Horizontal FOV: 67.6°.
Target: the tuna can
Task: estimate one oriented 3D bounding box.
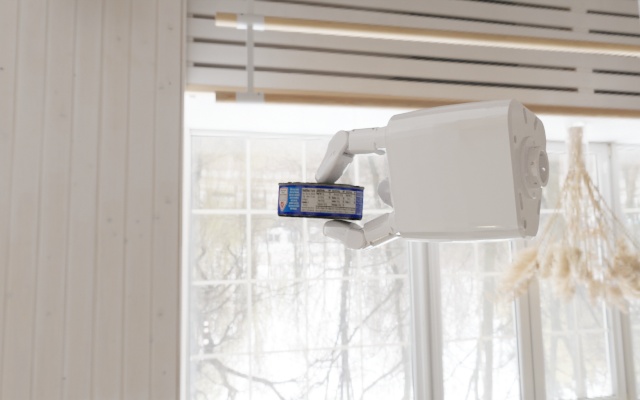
[{"bbox_3d":[0.000,0.002,0.470,0.086,0.034,0.086,3,-2,0],"label":"tuna can"}]
